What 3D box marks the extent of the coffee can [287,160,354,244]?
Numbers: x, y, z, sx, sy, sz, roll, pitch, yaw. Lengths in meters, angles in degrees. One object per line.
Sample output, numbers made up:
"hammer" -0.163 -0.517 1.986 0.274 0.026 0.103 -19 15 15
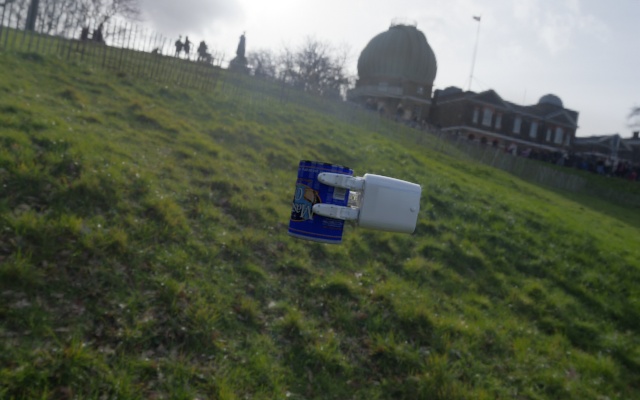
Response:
"coffee can" 0.000 0.003 0.885 0.103 0.140 0.103 10 1 0
